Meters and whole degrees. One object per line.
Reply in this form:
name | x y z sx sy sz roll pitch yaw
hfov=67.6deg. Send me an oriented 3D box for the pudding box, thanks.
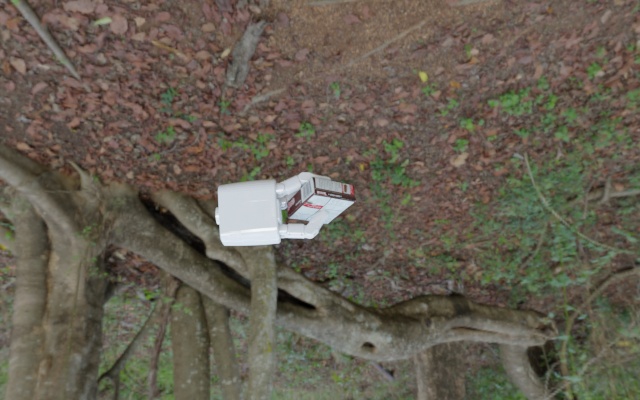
pudding box | 0.000 0.003 0.895 0.090 0.039 0.113 9 -28 -27
